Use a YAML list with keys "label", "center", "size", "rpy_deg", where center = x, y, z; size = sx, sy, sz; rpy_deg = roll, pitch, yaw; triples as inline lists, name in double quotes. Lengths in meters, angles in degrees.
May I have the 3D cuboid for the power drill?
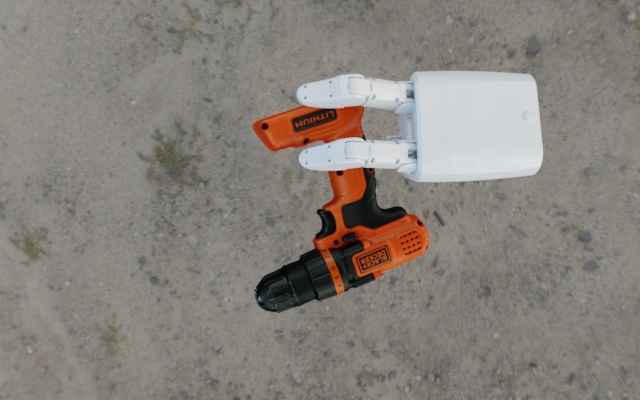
- label: "power drill"
  center: [0.000, 0.001, 0.467]
  size: [0.184, 0.188, 0.057]
  rpy_deg: [-21, 12, -11]
